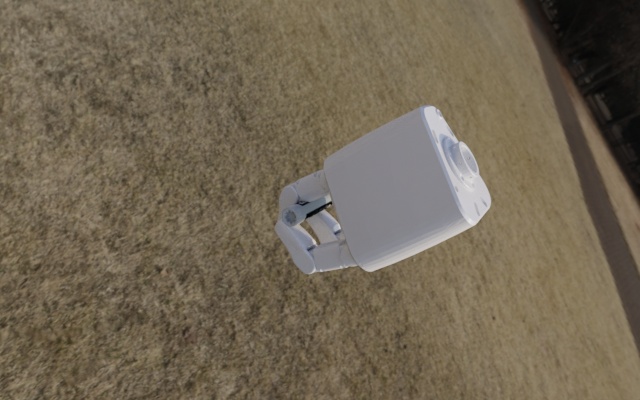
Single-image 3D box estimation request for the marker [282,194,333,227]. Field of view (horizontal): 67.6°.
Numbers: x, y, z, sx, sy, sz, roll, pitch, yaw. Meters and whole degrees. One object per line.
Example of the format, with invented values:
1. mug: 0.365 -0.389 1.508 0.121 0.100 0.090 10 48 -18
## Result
1. marker: 0.000 0.002 0.497 0.020 0.020 0.121 0 13 29
